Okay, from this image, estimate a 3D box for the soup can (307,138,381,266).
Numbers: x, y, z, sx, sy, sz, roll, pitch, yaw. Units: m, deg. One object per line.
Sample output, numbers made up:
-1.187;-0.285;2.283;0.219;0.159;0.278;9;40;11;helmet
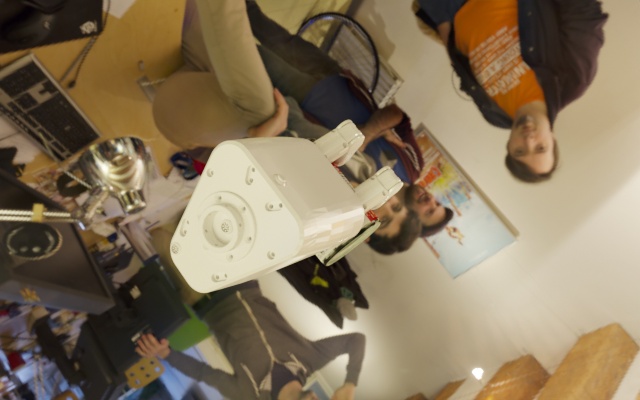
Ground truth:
0.000;0.002;0.450;0.068;0.102;0.068;-36;-12;-9;soup can
